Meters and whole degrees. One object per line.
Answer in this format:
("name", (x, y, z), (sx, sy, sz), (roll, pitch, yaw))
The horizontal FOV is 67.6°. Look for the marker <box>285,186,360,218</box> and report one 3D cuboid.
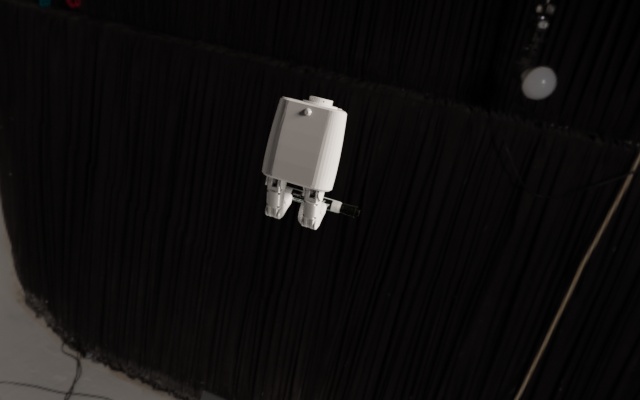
("marker", (0.000, 0.002, 0.711), (0.121, 0.020, 0.020), (16, 3, 12))
